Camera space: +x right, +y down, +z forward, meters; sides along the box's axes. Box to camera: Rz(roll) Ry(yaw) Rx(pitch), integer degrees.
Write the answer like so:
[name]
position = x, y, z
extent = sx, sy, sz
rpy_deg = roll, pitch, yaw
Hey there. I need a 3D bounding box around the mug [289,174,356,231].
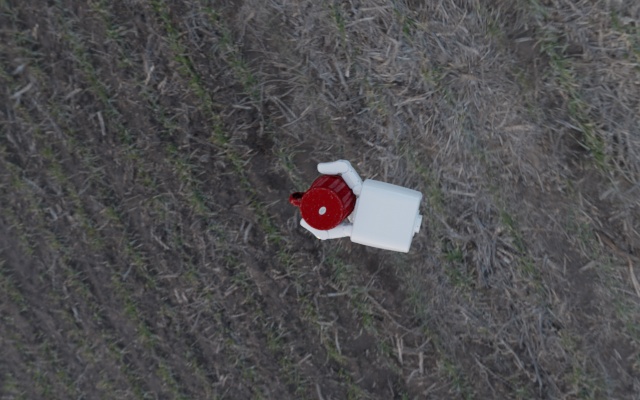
[mug]
position = -0.001, 0.003, 0.864
extent = 0.117, 0.093, 0.081
rpy_deg = 12, 18, 12
